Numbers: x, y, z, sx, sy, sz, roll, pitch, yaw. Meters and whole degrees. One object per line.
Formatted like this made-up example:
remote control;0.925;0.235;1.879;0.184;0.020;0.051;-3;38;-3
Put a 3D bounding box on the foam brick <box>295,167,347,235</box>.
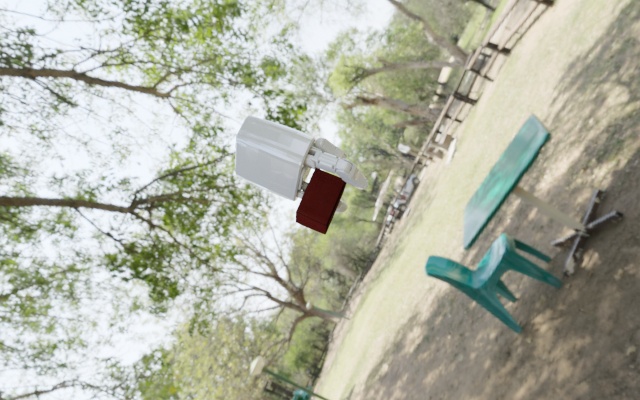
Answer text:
foam brick;0.000;0.003;0.709;0.051;0.078;0.053;22;-20;4
